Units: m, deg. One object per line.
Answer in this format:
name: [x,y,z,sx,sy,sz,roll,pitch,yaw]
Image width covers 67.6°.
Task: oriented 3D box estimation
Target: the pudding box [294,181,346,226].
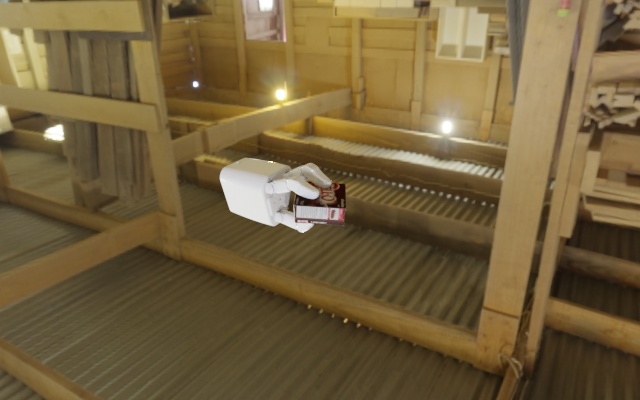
pudding box: [0.000,0.003,0.856,0.090,0.039,0.113,3,27,1]
